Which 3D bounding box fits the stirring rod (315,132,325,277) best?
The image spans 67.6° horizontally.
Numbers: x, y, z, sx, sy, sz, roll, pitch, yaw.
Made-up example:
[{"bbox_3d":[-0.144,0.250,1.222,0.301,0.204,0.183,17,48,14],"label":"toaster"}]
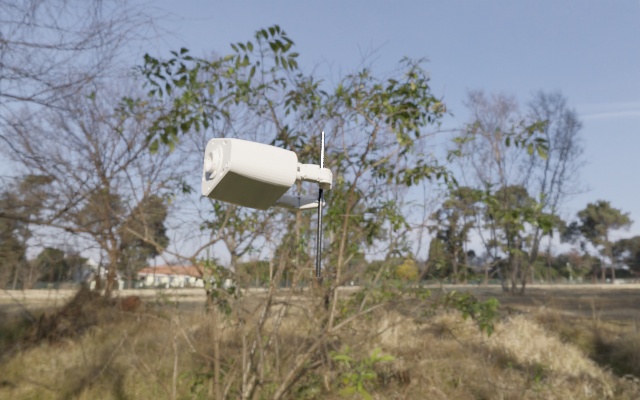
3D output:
[{"bbox_3d":[0.000,0.003,0.776,0.011,0.239,0.011,2,-15,0],"label":"stirring rod"}]
